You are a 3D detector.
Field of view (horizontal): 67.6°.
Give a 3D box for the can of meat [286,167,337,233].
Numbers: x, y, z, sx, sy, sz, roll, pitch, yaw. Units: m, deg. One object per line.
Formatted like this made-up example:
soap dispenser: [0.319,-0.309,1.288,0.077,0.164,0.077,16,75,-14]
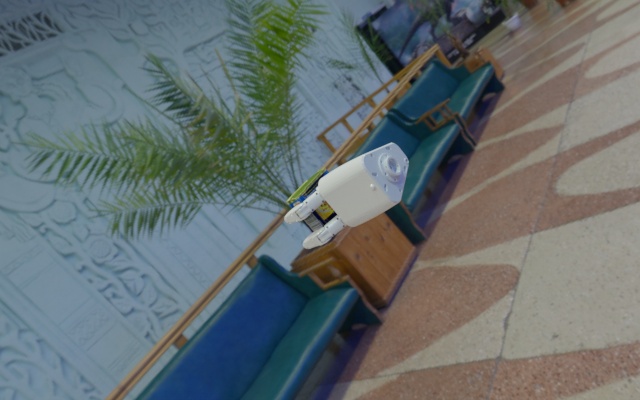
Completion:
can of meat: [0.000,0.002,0.846,0.057,0.084,0.102,-29,15,48]
